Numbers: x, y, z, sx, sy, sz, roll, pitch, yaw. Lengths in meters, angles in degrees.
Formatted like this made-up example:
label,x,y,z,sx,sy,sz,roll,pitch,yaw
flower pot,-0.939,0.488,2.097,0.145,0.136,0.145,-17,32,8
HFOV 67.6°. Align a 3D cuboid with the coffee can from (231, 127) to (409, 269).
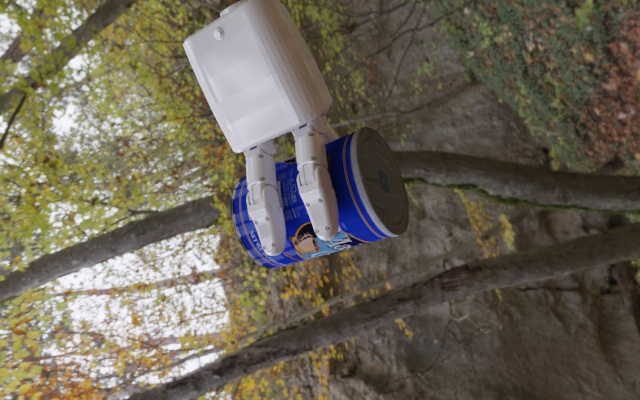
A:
label,x,y,z,sx,sy,sz,roll,pitch,yaw
coffee can,0.000,0.002,0.462,0.140,0.103,0.103,-19,-9,28
